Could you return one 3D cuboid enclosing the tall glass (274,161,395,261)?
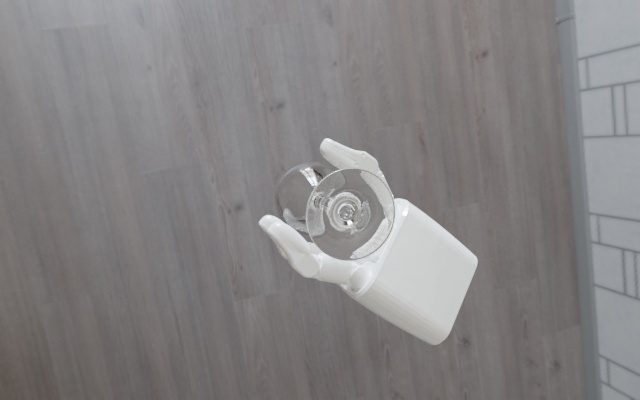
[{"bbox_3d":[0.000,0.001,0.470,0.079,0.079,0.201,0,6,-15],"label":"tall glass"}]
